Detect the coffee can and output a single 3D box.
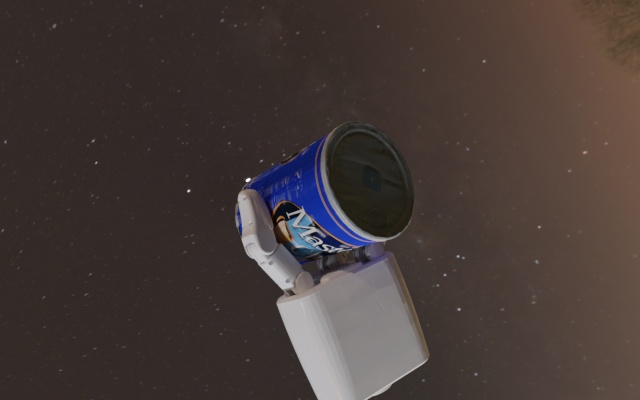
[{"bbox_3d":[0.000,0.001,0.443,0.103,0.102,0.140,0,-16,-41],"label":"coffee can"}]
